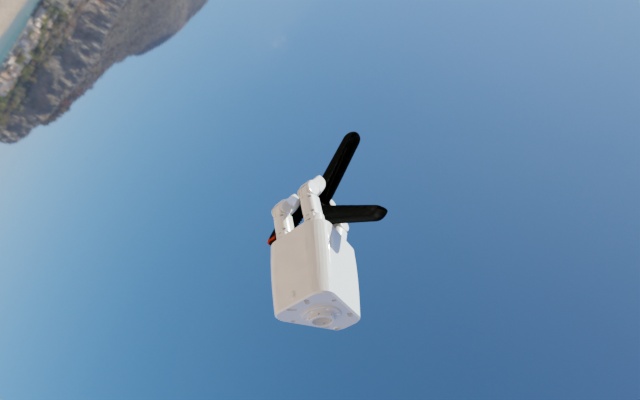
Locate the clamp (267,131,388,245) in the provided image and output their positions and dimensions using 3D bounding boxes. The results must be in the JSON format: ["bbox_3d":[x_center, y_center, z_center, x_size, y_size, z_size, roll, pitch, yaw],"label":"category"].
[{"bbox_3d":[0.000,0.003,0.705,0.210,0.164,0.036,-34,-46,30],"label":"clamp"}]
